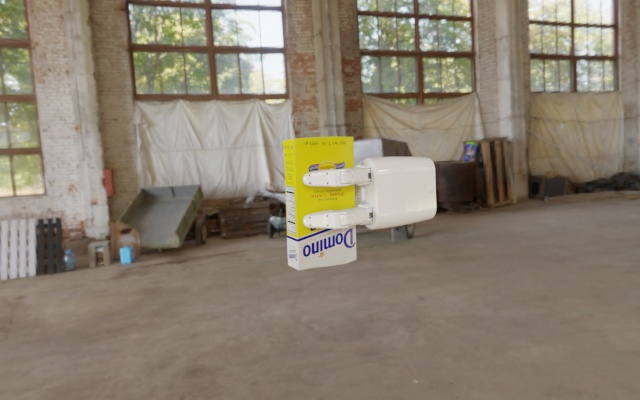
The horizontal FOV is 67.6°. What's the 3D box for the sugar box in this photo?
[{"bbox_3d":[0.000,0.002,0.657,0.093,0.176,0.048,-6,5,-25],"label":"sugar box"}]
